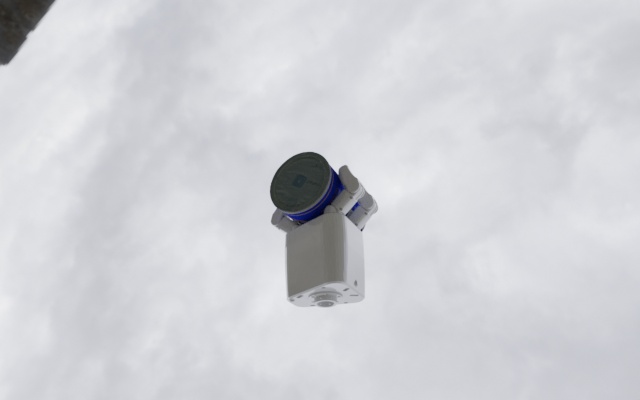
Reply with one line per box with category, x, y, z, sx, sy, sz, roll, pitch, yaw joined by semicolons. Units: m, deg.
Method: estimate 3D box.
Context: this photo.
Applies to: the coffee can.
coffee can;0.000;0.002;0.755;0.103;0.102;0.140;0;-27;31
